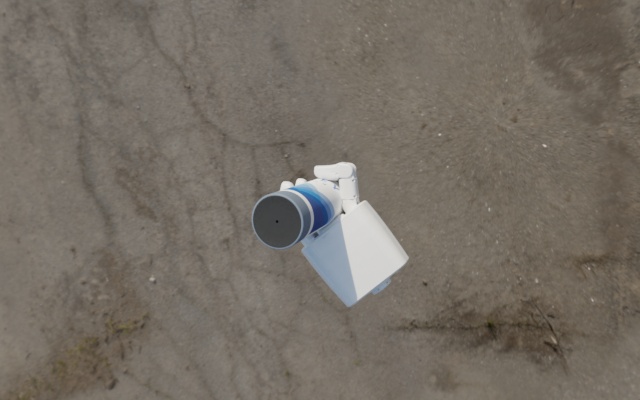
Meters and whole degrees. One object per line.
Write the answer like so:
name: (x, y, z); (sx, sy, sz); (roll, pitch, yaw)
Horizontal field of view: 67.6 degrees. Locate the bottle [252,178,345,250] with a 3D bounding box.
bottle: (0.000, 0.002, 0.687); (0.069, 0.069, 0.295); (0, 9, 20)
